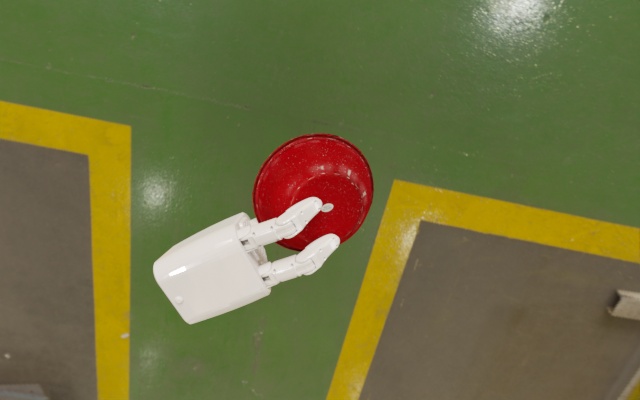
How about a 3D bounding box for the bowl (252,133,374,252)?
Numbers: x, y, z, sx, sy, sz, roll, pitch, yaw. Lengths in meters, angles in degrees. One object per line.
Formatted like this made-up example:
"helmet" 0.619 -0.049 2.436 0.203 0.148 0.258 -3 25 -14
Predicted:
"bowl" 0.001 0.001 0.589 0.162 0.162 0.055 0 20 -17
